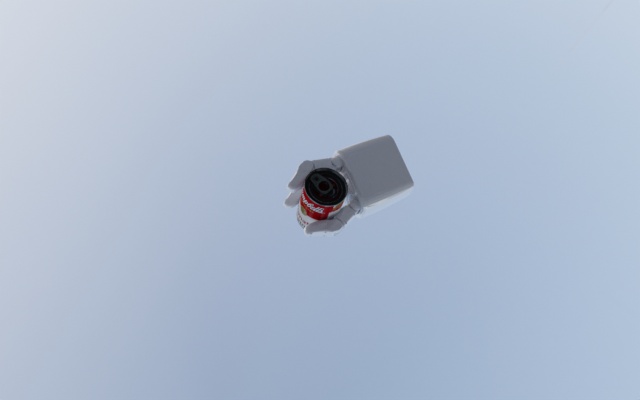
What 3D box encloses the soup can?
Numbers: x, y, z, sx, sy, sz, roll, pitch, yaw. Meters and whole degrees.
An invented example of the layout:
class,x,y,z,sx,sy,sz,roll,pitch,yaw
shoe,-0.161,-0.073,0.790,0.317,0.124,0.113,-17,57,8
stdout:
class,x,y,z,sx,sy,sz,roll,pitch,yaw
soup can,0.000,0.003,0.766,0.068,0.068,0.102,0,-28,-11
